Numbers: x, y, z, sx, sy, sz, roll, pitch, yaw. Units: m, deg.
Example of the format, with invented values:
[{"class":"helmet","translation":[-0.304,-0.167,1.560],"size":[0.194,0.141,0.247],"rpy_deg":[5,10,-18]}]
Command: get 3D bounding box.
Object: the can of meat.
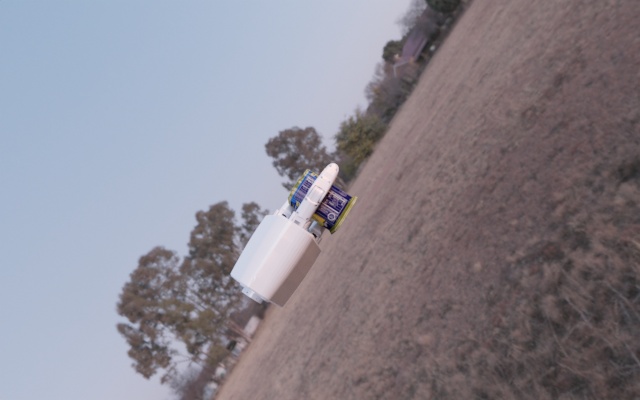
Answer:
[{"class":"can of meat","translation":[0.000,0.002,0.707],"size":[0.084,0.057,0.102],"rpy_deg":[32,-9,1]}]
